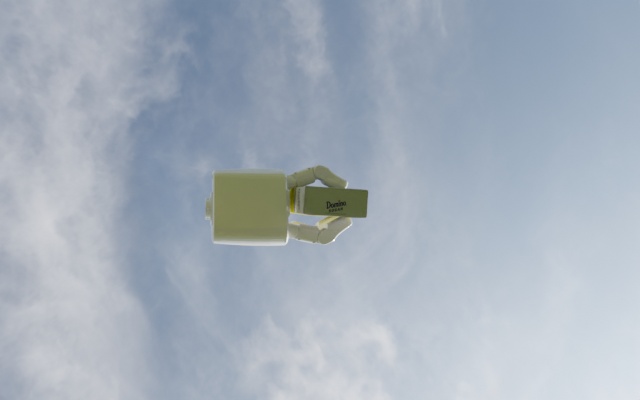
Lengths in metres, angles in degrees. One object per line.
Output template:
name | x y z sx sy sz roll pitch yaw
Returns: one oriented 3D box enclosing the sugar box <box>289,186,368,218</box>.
sugar box | 0.000 0.003 0.730 0.093 0.048 0.176 4 2 -14
